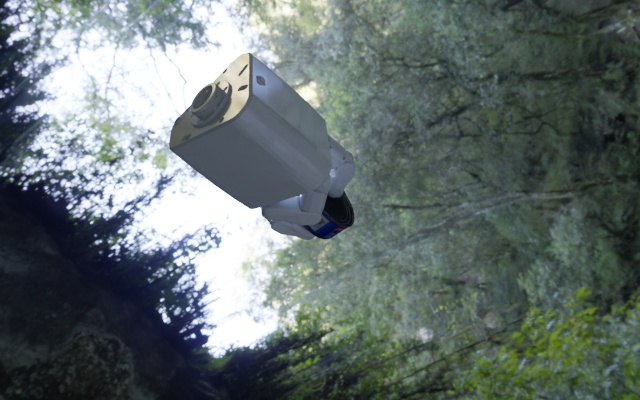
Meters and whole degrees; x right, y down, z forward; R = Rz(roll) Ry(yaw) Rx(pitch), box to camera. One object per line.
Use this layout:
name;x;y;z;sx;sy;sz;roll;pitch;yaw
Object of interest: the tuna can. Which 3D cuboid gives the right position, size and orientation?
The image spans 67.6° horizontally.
tuna can;0.000;0.002;0.556;0.034;0.086;0.086;-35;-16;23
